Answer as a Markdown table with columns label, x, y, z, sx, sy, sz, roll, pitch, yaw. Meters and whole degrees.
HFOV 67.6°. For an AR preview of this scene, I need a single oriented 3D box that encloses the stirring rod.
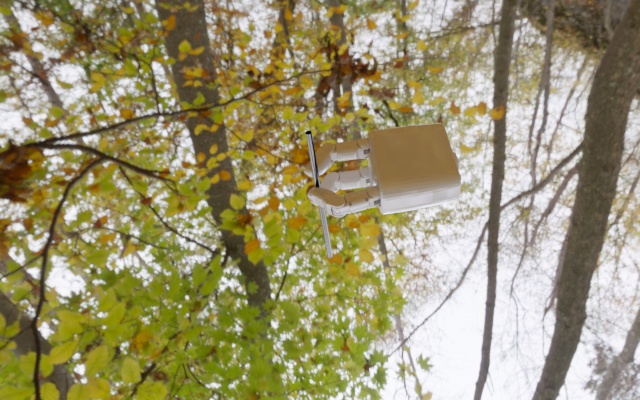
| label | x | y | z | sx | sy | sz | roll | pitch | yaw |
| --- | --- | --- | --- | --- | --- | --- | --- | --- | --- |
| stirring rod | 0.000 | 0.002 | 0.668 | 0.011 | 0.240 | 0.011 | -5 | 44 | 5 |
